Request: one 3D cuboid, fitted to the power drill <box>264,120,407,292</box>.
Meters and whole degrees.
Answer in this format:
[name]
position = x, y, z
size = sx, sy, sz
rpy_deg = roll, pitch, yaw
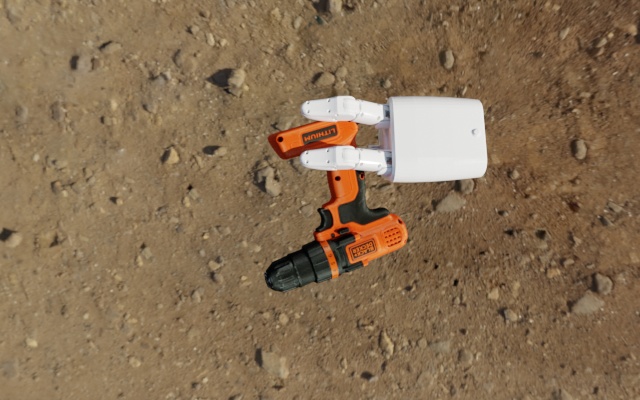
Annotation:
[power drill]
position = 0.000, 0.001, 0.571
size = 0.184, 0.188, 0.057
rpy_deg = -20, 13, -15
